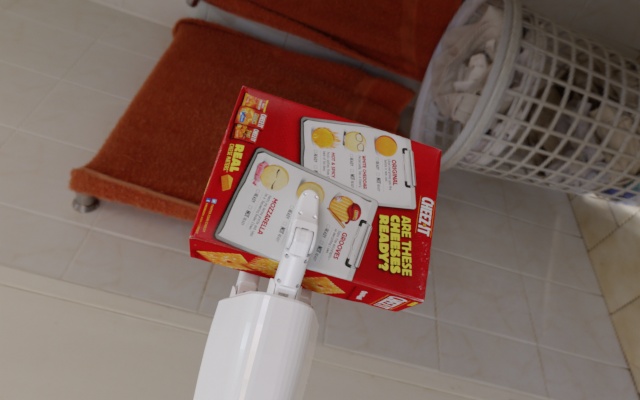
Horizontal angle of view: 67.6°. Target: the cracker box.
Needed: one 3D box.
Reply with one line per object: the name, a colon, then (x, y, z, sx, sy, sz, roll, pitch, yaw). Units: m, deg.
cracker box: (0.000, 0.001, 0.469, 0.214, 0.164, 0.072, 17, -24, -8)
